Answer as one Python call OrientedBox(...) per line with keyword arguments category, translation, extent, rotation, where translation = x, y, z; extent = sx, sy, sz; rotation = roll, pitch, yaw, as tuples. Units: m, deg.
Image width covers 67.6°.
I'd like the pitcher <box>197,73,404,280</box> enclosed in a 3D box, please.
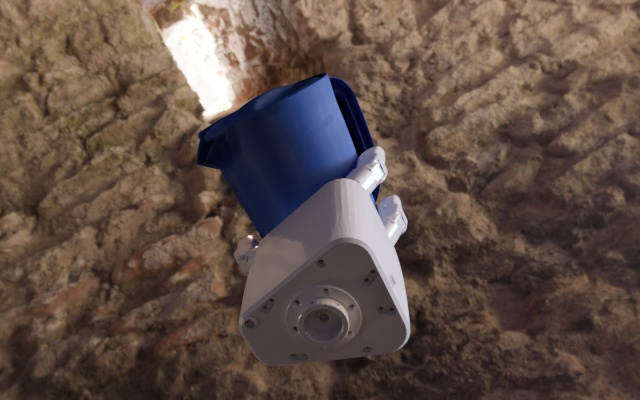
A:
OrientedBox(category="pitcher", translation=(0.000, 0.002, 0.485), extent=(0.149, 0.243, 0.145), rotation=(-23, 18, 8))
